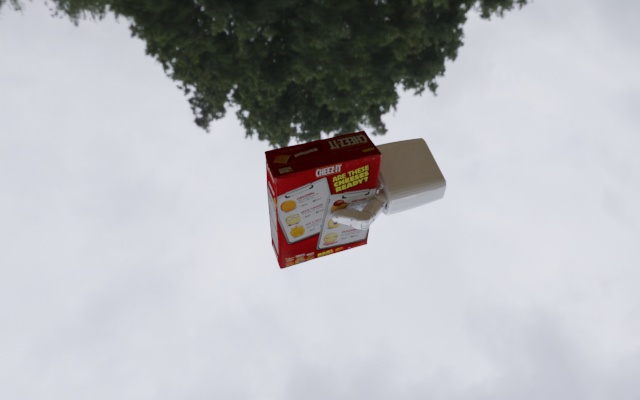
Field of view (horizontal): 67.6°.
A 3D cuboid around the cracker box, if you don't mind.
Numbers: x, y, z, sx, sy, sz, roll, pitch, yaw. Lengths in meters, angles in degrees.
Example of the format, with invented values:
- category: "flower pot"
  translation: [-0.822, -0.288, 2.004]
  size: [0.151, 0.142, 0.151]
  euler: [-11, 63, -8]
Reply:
- category: "cracker box"
  translation: [0.000, 0.003, 0.766]
  size: [0.164, 0.214, 0.072]
  euler: [-14, 48, -15]
